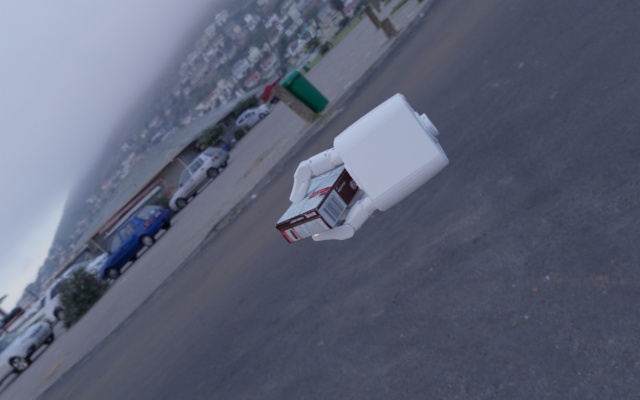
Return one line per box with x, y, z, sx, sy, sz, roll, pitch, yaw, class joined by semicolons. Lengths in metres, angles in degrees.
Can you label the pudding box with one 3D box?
0.000;0.002;0.662;0.090;0.039;0.113;-24;21;44;pudding box
